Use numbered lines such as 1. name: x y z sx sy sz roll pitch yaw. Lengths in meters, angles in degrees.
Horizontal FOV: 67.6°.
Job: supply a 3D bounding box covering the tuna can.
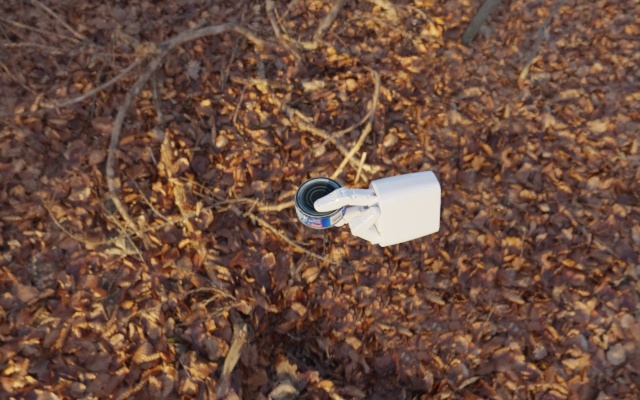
1. tuna can: 0.000 0.002 0.794 0.086 0.086 0.034 0 -35 5
